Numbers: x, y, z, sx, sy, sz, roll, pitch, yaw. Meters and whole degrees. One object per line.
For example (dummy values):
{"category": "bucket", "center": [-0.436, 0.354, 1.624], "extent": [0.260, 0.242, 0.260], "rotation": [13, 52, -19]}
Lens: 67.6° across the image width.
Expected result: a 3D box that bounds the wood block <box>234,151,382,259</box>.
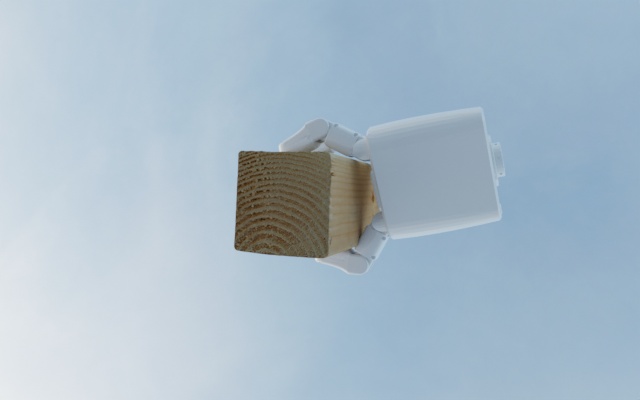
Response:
{"category": "wood block", "center": [0.000, 0.002, 0.502], "extent": [0.090, 0.091, 0.206], "rotation": [3, 1, 20]}
